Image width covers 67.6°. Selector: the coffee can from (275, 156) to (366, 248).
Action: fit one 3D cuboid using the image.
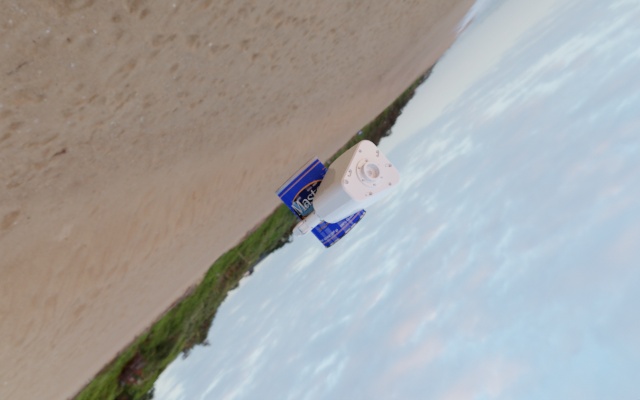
[{"bbox_3d":[0.000,0.003,0.883,0.103,0.140,0.103,-42,3,3],"label":"coffee can"}]
